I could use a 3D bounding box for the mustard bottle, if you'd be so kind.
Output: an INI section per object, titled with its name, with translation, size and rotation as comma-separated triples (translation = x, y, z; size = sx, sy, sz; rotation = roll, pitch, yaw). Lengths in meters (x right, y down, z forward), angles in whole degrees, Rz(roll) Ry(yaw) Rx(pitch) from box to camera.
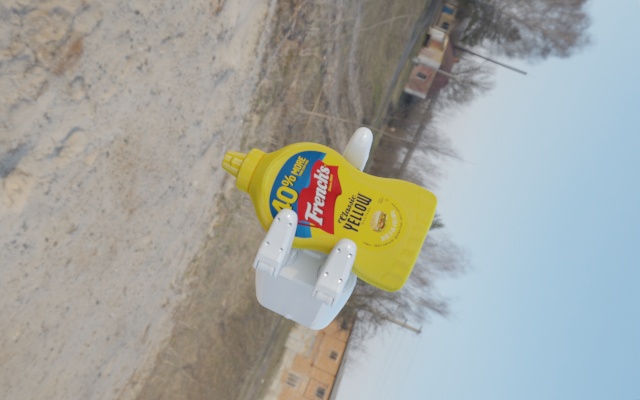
[mustard bottle]
translation = 0.000, 0.001, 0.431
size = 0.191, 0.096, 0.058
rotation = 24, -10, 5
